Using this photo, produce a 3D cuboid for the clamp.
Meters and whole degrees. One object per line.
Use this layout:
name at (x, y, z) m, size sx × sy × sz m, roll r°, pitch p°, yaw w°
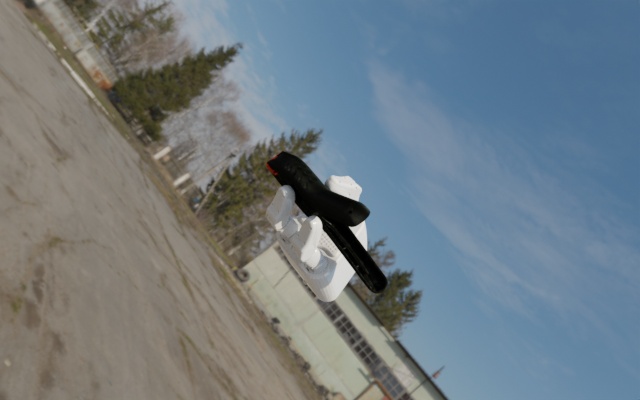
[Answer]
clamp at (0.000, 0.001, 0.549) m, size 0.036 × 0.210 × 0.165 m, roll -36°, pitch -30°, yaw -13°
